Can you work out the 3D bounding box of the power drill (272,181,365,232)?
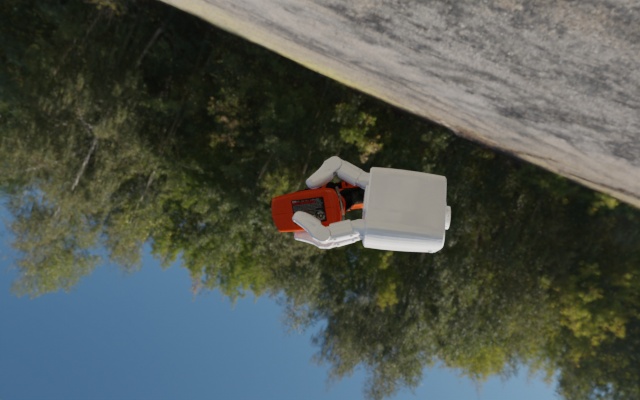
[{"bbox_3d":[0.000,0.003,0.754,0.184,0.057,0.187,-10,6,25],"label":"power drill"}]
